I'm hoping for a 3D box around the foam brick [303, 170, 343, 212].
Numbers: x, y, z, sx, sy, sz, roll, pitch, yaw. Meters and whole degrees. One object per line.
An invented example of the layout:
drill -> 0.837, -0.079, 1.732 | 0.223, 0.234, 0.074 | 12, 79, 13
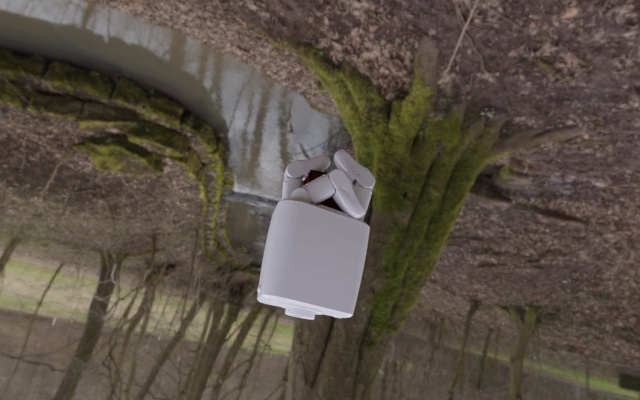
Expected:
foam brick -> 0.000, 0.002, 0.595 | 0.053, 0.051, 0.078 | 13, -18, -8
